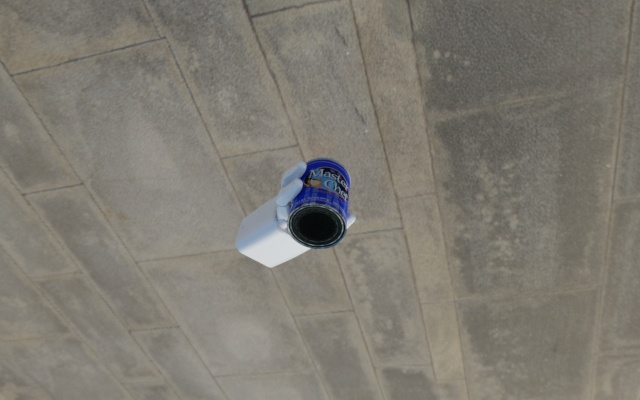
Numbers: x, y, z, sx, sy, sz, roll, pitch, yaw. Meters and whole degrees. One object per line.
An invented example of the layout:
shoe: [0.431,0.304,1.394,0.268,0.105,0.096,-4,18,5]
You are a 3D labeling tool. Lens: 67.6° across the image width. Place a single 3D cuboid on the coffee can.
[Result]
coffee can: [0.000,0.003,0.858,0.103,0.103,0.140,0,38,7]
